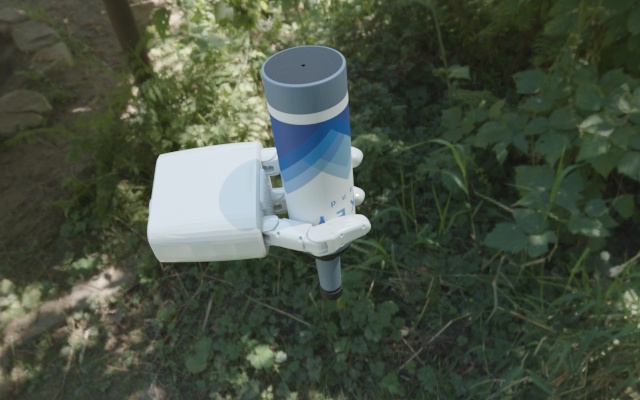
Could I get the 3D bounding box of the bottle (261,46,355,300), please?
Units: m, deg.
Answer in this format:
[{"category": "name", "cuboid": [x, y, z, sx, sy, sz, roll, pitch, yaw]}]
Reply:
[{"category": "bottle", "cuboid": [0.000, 0.001, 0.470, 0.069, 0.296, 0.069, -4, 43, 4]}]
